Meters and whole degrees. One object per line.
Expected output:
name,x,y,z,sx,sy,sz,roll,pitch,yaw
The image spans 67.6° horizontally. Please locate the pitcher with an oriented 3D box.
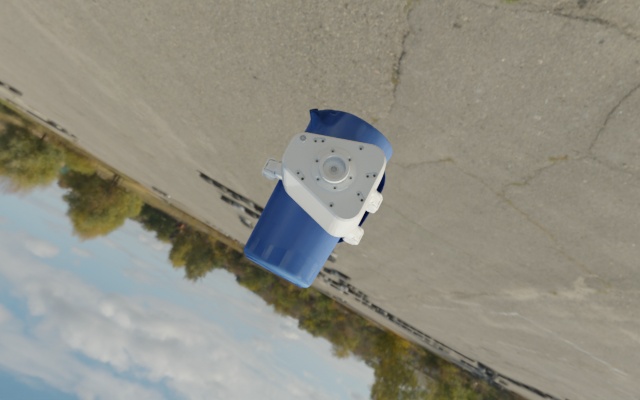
pitcher,0.000,0.002,0.697,0.149,0.243,0.145,29,-11,3
